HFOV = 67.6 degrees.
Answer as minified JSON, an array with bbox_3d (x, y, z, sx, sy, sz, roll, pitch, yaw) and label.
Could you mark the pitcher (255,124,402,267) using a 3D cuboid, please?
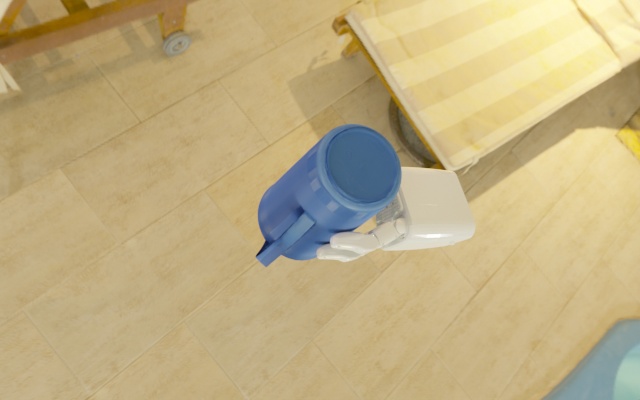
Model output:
[{"bbox_3d":[0.000,0.002,0.638,0.145,0.149,0.243,3,-18,-20],"label":"pitcher"}]
